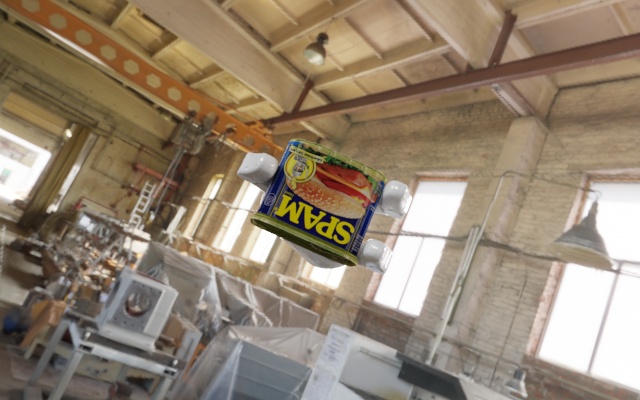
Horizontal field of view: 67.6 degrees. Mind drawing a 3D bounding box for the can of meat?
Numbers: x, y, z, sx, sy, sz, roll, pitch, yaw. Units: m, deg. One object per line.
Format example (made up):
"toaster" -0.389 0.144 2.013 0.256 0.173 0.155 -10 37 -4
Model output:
"can of meat" 0.000 0.001 0.434 0.102 0.084 0.057 24 -13 -3
